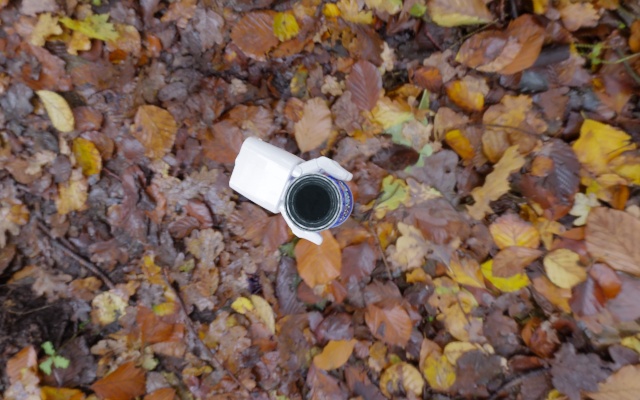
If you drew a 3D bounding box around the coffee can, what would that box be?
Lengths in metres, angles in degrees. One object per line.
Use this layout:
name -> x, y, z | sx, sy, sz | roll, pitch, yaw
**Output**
coffee can -> 0.000, 0.003, 0.870 | 0.103, 0.103, 0.140 | 0, 1, 11
